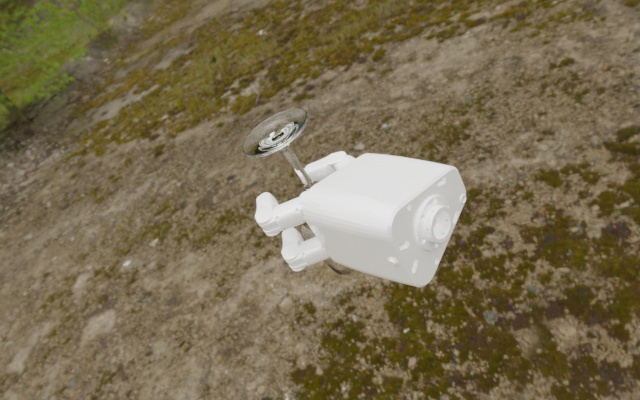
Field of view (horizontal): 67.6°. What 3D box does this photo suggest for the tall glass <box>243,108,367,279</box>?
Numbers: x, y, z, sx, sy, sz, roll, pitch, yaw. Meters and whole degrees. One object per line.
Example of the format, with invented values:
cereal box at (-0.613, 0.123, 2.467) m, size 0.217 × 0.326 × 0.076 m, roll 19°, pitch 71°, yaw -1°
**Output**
tall glass at (0.000, 0.001, 0.524) m, size 0.079 × 0.079 × 0.201 m, roll 0°, pitch -44°, yaw 39°
